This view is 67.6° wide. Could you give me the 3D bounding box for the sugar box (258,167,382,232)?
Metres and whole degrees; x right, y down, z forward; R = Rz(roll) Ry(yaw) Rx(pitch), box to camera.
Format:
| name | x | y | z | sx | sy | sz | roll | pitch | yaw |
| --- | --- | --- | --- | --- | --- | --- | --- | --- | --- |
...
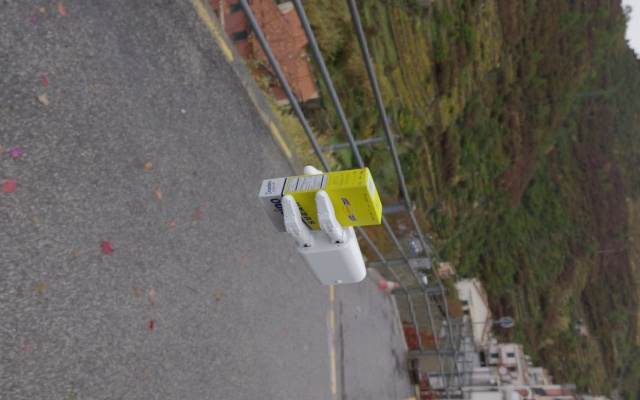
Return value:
| name | x | y | z | sx | sy | sz | roll | pitch | yaw |
| --- | --- | --- | --- | --- | --- | --- | --- | --- | --- |
| sugar box | 0.000 | 0.003 | 0.753 | 0.176 | 0.048 | 0.093 | -8 | -44 | 18 |
